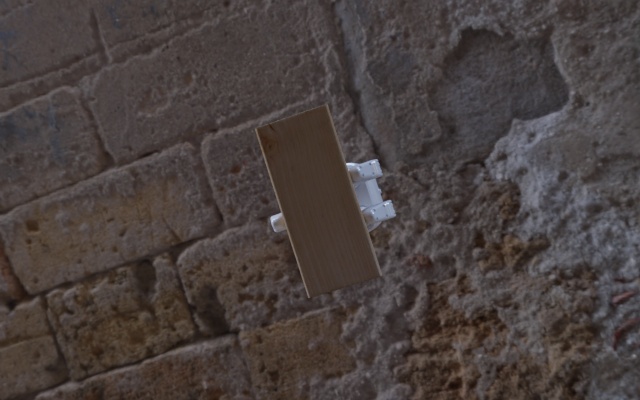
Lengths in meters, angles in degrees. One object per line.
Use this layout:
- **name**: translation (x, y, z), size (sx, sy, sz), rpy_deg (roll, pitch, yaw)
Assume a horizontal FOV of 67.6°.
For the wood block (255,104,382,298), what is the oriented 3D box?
- **wood block**: translation (0.000, 0.002, 0.587), size (0.091, 0.206, 0.090), rpy_deg (-18, -2, 4)
